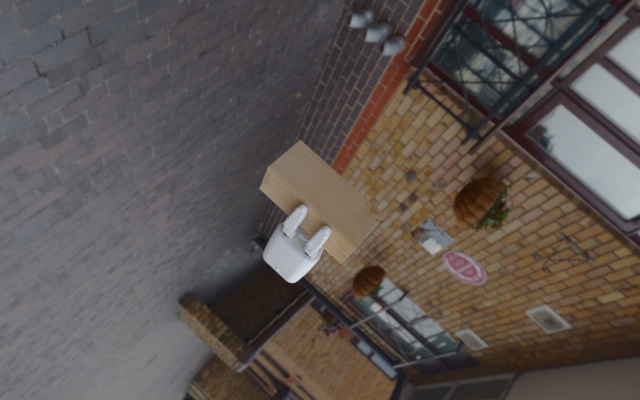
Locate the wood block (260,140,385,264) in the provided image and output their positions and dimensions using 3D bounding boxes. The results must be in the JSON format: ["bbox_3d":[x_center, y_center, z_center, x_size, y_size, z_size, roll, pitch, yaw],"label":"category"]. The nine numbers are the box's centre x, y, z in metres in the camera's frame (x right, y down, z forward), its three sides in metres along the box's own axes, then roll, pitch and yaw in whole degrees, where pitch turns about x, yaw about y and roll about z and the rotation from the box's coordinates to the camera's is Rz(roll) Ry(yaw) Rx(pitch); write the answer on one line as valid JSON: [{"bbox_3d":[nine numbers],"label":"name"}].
[{"bbox_3d":[0.000,0.003,0.866,0.090,0.206,0.090,-45,-6,-30],"label":"wood block"}]
